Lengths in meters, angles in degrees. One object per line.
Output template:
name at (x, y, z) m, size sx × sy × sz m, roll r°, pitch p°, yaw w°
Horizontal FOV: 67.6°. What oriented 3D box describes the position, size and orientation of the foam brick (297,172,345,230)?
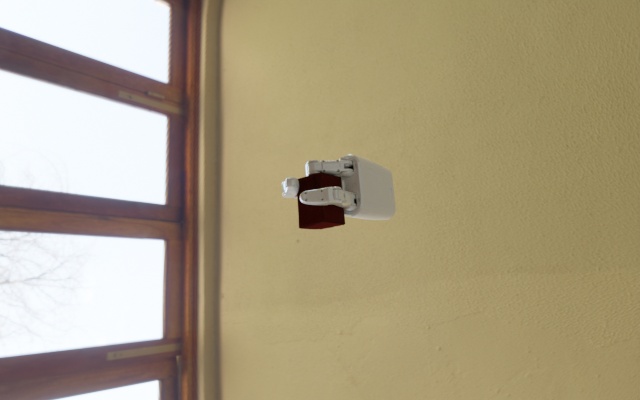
foam brick at (0.000, 0.003, 0.726) m, size 0.053 × 0.078 × 0.051 m, roll -14°, pitch -16°, yaw 38°
